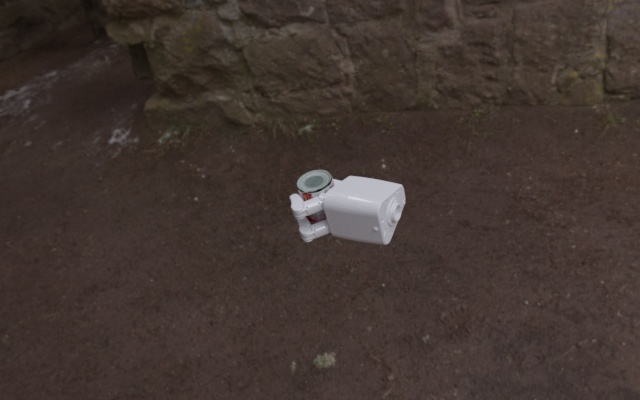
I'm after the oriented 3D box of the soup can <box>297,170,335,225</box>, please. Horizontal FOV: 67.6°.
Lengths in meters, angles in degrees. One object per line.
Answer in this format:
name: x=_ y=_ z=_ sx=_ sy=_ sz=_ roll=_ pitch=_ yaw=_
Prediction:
soup can: x=0.000 y=0.003 z=0.887 sx=0.068 sy=0.102 sz=0.068 roll=-11 pitch=37 yaw=8
